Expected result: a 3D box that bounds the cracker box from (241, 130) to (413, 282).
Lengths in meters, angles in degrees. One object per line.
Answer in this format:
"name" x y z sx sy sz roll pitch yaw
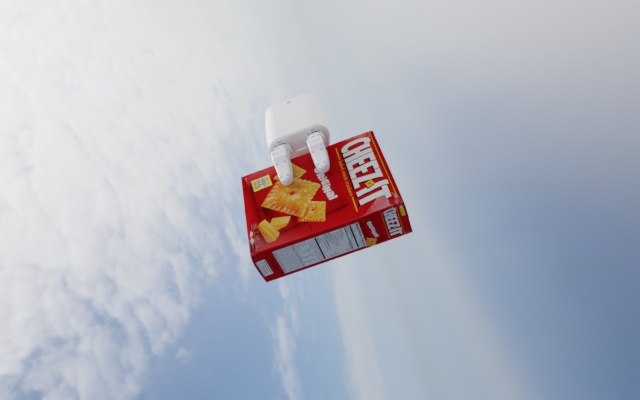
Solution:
"cracker box" 0.000 0.002 0.678 0.214 0.164 0.072 -20 -46 5
